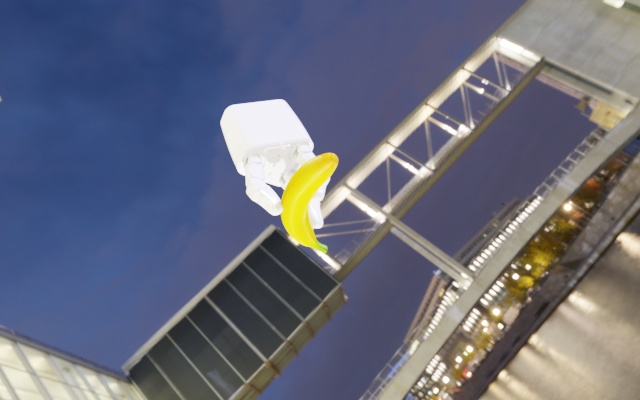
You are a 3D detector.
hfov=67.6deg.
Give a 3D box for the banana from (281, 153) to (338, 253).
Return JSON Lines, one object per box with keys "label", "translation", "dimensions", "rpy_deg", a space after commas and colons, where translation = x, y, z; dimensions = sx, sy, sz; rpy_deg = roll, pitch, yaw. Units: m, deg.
{"label": "banana", "translation": [-0.019, 0.004, 0.635], "dimensions": [0.069, 0.037, 0.198], "rpy_deg": [1, -38, -3]}
